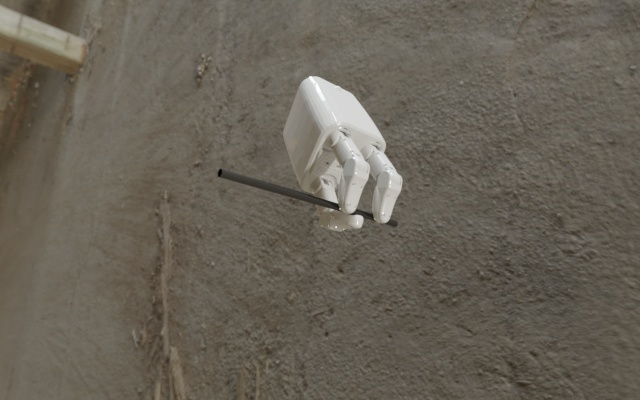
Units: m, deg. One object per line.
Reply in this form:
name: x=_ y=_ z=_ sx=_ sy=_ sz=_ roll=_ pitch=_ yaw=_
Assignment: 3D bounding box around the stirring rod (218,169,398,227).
stirring rod: x=0.000 y=0.002 z=0.505 sx=0.239 sy=0.011 sz=0.011 roll=16 pitch=-10 yaw=-38
